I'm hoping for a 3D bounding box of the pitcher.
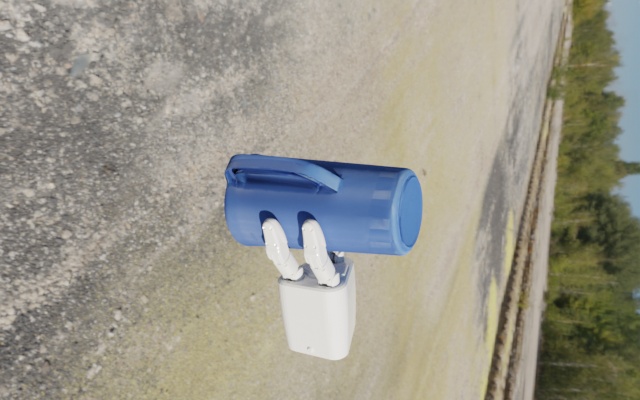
[{"bbox_3d":[0.000,0.002,0.625,0.243,0.145,0.149,4,16,28],"label":"pitcher"}]
